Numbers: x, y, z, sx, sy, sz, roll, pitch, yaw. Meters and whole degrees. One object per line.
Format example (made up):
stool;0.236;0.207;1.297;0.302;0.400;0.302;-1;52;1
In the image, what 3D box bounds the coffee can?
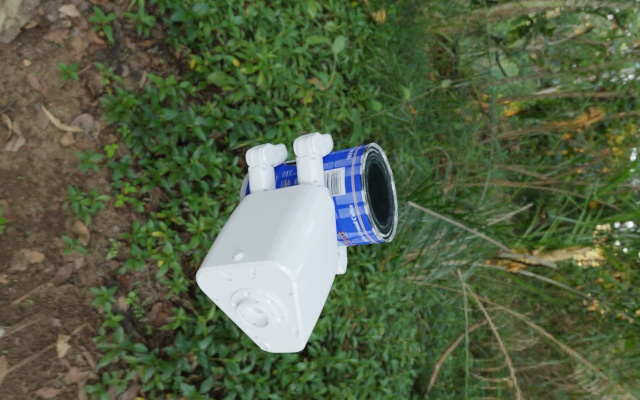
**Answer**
coffee can;0.000;0.002;0.514;0.140;0.103;0.103;-9;-4;25
